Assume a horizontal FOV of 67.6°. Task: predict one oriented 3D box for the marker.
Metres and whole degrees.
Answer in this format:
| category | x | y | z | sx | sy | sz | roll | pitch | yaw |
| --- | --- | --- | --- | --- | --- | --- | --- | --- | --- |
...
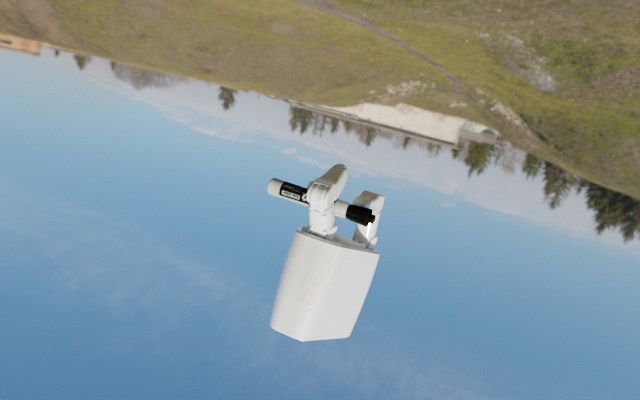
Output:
| category | x | y | z | sx | sy | sz | roll | pitch | yaw |
| --- | --- | --- | --- | --- | --- | --- | --- | --- | --- |
| marker | 0.000 | 0.002 | 0.496 | 0.121 | 0.020 | 0.020 | 18 | 7 | 22 |
